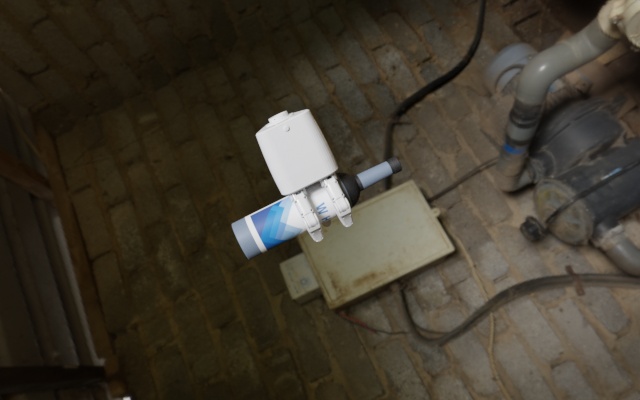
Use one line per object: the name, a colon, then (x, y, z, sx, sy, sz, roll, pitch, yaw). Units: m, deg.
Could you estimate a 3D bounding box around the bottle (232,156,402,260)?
bottle: (0.000, 0.003, 0.797, 0.295, 0.069, 0.069, -26, 2, -5)
